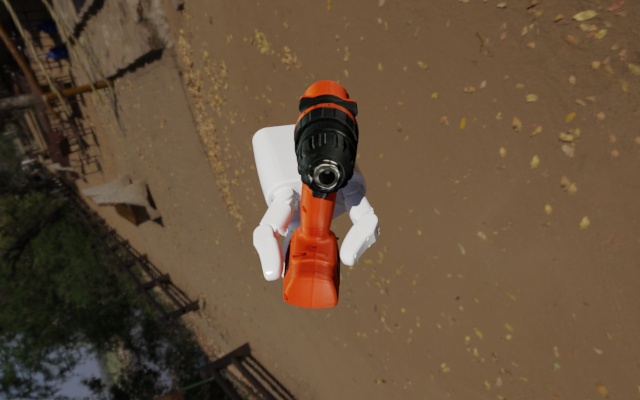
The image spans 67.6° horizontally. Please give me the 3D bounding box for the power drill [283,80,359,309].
[{"bbox_3d":[0.000,0.002,0.426,0.057,0.188,0.184,7,28,-1],"label":"power drill"}]
